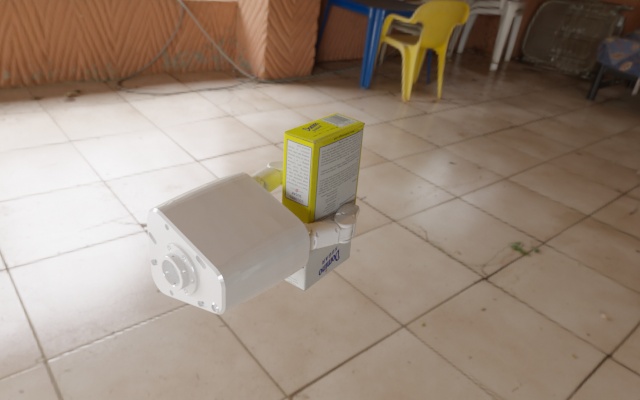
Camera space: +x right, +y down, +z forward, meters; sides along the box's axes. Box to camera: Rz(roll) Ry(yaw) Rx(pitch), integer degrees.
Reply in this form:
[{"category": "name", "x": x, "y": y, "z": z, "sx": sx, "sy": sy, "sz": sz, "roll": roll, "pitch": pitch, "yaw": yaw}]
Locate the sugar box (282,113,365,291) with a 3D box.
[{"category": "sugar box", "x": 0.000, "y": 0.001, "z": 0.524, "sx": 0.048, "sy": 0.176, "sz": 0.093, "roll": 25, "pitch": 33, "yaw": 29}]
